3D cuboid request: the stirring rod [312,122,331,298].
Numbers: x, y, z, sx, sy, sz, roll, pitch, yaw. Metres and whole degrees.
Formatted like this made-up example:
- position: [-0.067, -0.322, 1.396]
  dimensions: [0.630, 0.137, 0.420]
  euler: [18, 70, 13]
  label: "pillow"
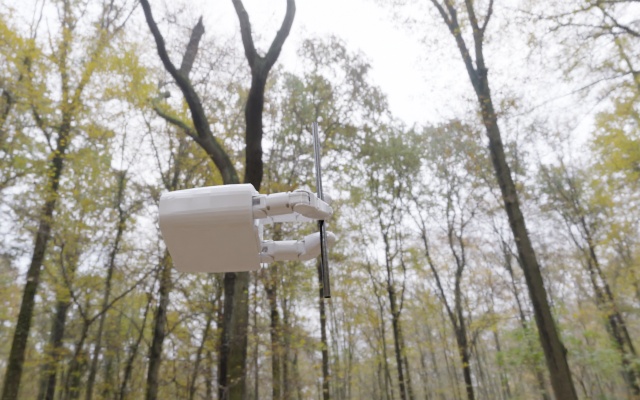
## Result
- position: [0.000, 0.002, 0.587]
  dimensions: [0.011, 0.239, 0.011]
  euler: [-3, -28, -2]
  label: "stirring rod"
